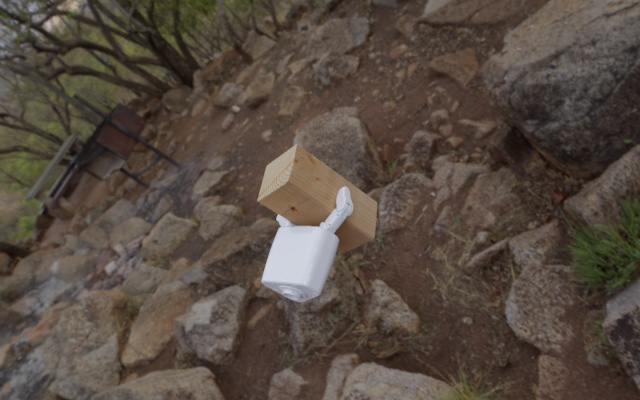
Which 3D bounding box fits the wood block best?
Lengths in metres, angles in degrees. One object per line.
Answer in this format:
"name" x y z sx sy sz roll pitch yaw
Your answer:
"wood block" 0.000 0.003 0.875 0.206 0.090 0.091 34 -44 -28
